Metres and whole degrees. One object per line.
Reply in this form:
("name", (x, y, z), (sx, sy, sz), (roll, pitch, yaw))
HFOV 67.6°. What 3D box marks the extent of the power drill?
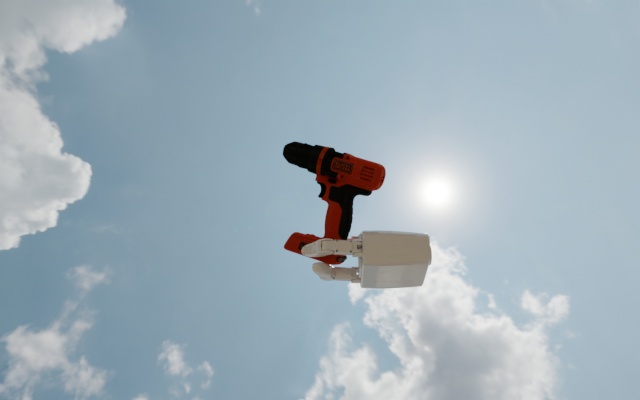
("power drill", (0.000, 0.003, 0.808), (0.184, 0.187, 0.057), (18, 4, 19))
